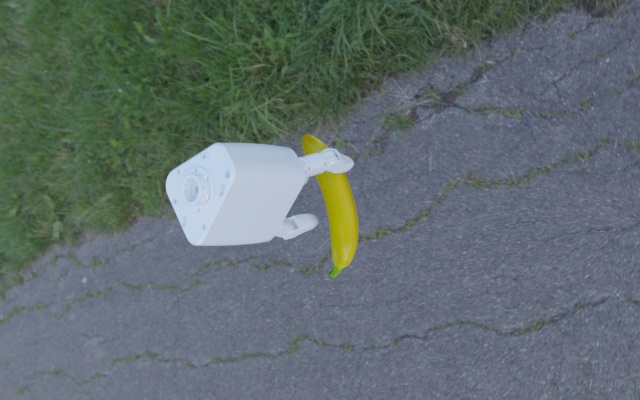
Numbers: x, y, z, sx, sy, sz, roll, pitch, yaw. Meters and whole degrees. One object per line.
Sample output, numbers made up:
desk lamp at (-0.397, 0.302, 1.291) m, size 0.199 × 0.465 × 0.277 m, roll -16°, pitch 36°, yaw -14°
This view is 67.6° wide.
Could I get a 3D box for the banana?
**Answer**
banana at (0.014, 0.002, 0.624) m, size 0.069 × 0.198 × 0.037 m, roll -14°, pitch -6°, yaw 41°
